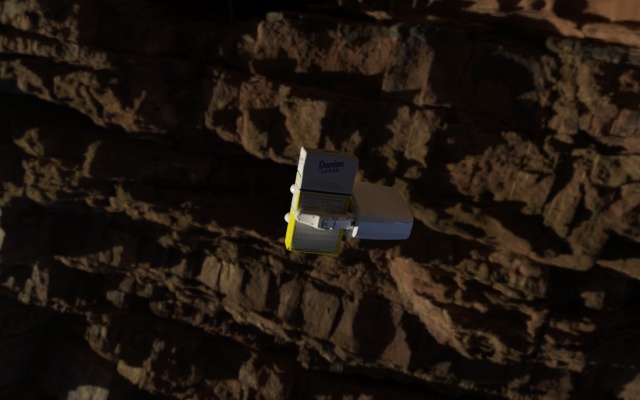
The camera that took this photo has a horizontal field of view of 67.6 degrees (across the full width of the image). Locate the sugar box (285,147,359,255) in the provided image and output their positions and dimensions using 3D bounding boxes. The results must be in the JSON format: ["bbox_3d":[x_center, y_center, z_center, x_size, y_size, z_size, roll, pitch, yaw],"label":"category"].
[{"bbox_3d":[0.000,0.003,0.809,0.093,0.176,0.048,7,17,-15],"label":"sugar box"}]
